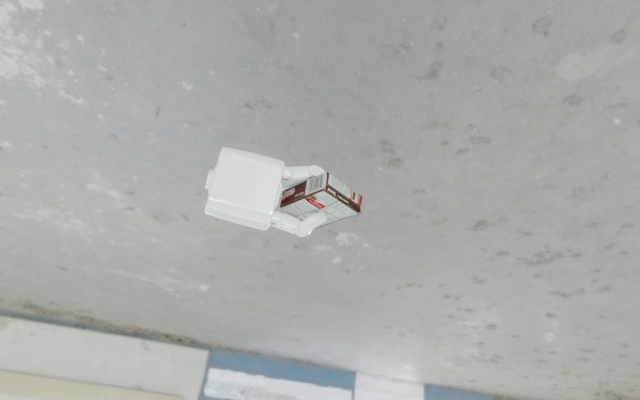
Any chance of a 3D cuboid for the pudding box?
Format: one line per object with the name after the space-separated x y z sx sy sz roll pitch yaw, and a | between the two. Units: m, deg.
0.000 0.003 0.815 0.113 0.039 0.090 -20 -40 42 | pudding box
